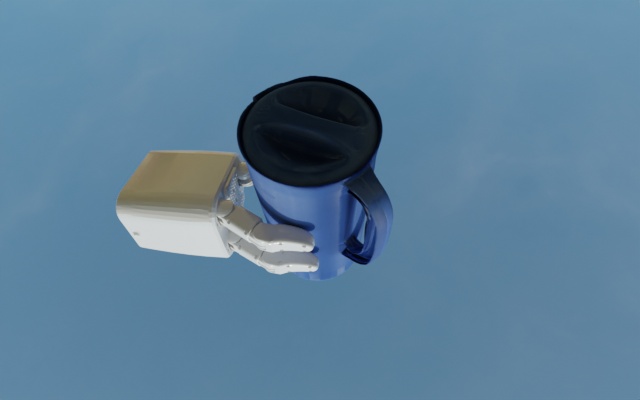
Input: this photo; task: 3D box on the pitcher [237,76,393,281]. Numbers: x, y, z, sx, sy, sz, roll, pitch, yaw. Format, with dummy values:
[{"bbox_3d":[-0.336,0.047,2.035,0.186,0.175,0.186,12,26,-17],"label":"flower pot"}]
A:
[{"bbox_3d":[0.000,0.002,0.525,0.145,0.149,0.243,2,-33,4],"label":"pitcher"}]
